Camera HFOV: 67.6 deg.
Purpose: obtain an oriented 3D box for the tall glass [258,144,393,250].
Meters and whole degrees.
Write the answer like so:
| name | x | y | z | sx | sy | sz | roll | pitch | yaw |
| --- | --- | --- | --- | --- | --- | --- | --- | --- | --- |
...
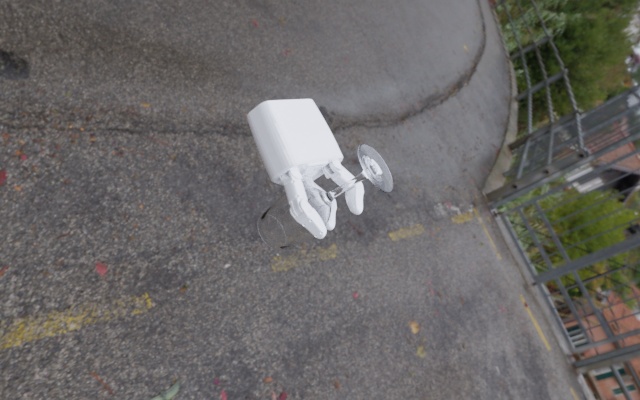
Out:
| name | x | y | z | sx | sy | sz | roll | pitch | yaw |
| --- | --- | --- | --- | --- | --- | --- | --- | --- | --- |
| tall glass | 0.001 | 0.002 | 0.679 | 0.201 | 0.079 | 0.079 | -32 | -17 | 29 |
